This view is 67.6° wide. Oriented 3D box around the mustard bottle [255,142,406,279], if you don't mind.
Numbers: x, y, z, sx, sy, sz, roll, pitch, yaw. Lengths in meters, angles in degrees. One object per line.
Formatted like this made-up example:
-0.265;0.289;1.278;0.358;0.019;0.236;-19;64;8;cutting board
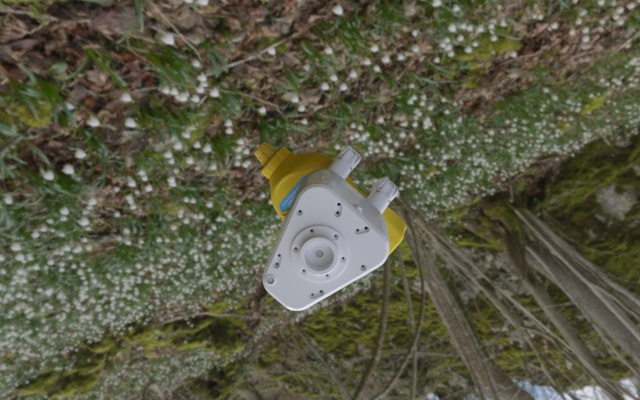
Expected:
0.000;0.002;0.559;0.096;0.191;0.058;-47;4;33;mustard bottle
